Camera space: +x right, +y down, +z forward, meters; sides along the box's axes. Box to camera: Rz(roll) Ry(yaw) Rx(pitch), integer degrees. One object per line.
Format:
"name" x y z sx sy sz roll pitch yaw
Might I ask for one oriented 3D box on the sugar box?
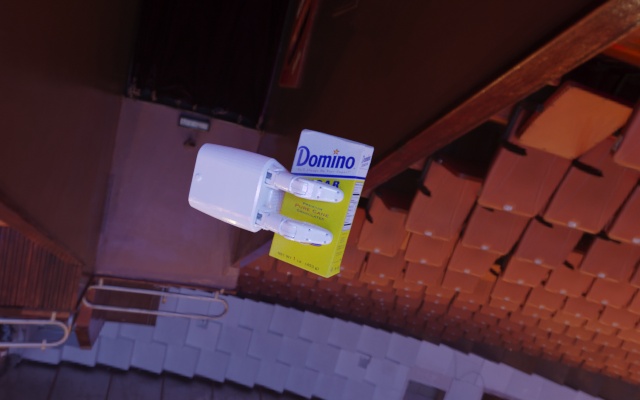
"sugar box" 0.000 0.002 0.629 0.093 0.176 0.048 17 10 22
